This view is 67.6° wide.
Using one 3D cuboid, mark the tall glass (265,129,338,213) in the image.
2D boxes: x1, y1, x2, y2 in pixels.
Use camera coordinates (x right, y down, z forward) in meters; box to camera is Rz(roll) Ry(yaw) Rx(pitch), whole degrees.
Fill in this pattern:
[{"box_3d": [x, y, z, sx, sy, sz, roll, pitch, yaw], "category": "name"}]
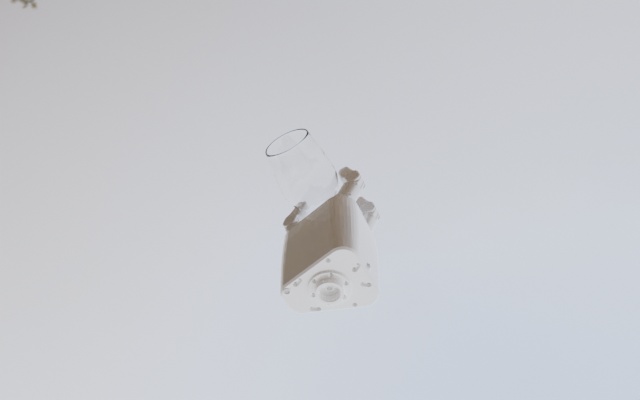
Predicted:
[{"box_3d": [0.000, 0.003, 0.653, 0.079, 0.201, 0.079, -23, 28, 13], "category": "tall glass"}]
